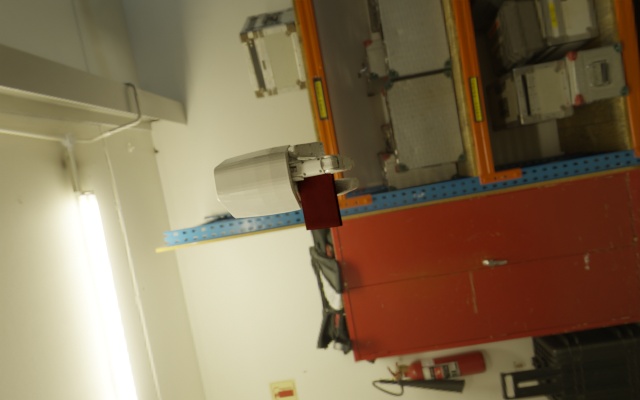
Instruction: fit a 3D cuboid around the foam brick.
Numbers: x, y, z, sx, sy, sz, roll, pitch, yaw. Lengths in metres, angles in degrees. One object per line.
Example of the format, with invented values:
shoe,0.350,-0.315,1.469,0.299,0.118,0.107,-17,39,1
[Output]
foam brick,0.000,0.003,0.682,0.051,0.078,0.053,-10,-3,2
